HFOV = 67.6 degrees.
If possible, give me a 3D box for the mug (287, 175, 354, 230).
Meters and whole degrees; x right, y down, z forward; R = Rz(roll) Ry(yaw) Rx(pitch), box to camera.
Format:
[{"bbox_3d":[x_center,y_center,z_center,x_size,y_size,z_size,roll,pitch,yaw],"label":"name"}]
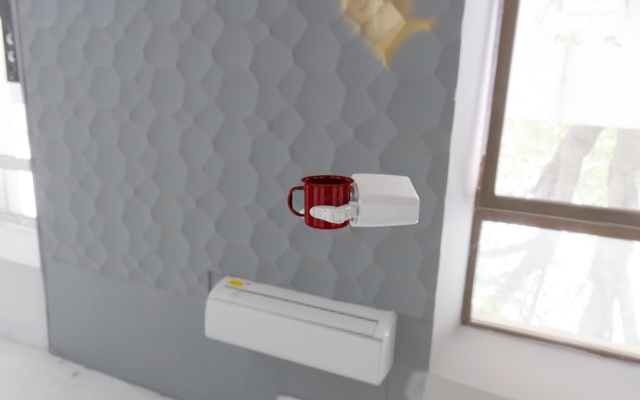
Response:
[{"bbox_3d":[-0.001,0.003,0.844,0.117,0.081,0.093,0,13,-3],"label":"mug"}]
